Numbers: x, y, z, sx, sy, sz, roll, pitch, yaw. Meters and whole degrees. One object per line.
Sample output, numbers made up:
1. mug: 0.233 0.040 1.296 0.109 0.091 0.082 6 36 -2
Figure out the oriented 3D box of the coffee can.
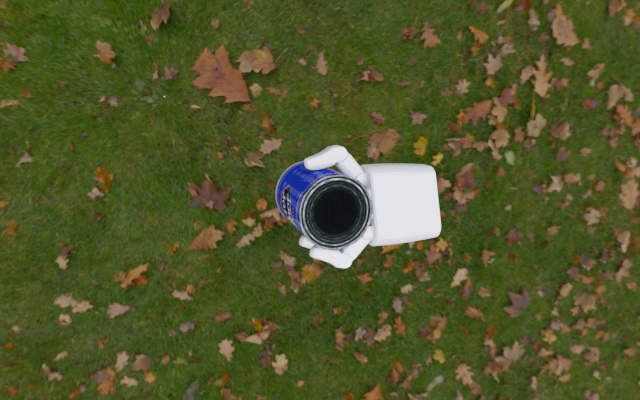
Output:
1. coffee can: 0.000 0.002 0.686 0.103 0.103 0.140 0 12 -18
